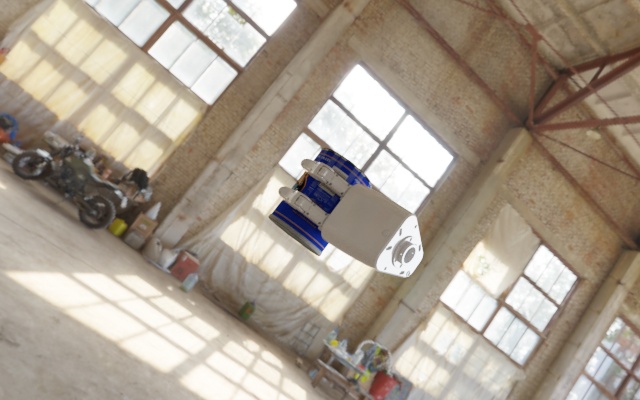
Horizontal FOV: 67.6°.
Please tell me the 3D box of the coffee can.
[{"bbox_3d":[0.000,0.003,0.757,0.103,0.140,0.103,37,-8,6],"label":"coffee can"}]
